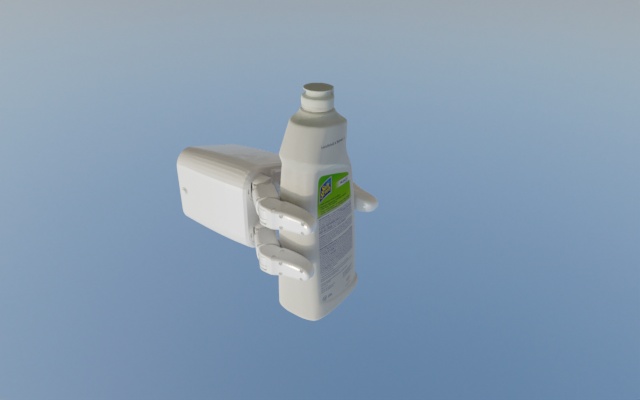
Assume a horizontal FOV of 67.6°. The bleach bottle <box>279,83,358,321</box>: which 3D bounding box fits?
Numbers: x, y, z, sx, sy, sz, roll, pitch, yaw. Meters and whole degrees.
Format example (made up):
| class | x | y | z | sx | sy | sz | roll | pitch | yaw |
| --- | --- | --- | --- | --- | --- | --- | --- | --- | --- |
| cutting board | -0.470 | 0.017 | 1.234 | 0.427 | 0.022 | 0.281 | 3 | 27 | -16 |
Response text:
| class | x | y | z | sx | sy | sz | roll | pitch | yaw |
| --- | --- | --- | --- | --- | --- | --- | --- | --- | --- |
| bleach bottle | 0.000 | 0.002 | 0.504 | 0.068 | 0.251 | 0.102 | 20 | 34 | 29 |
